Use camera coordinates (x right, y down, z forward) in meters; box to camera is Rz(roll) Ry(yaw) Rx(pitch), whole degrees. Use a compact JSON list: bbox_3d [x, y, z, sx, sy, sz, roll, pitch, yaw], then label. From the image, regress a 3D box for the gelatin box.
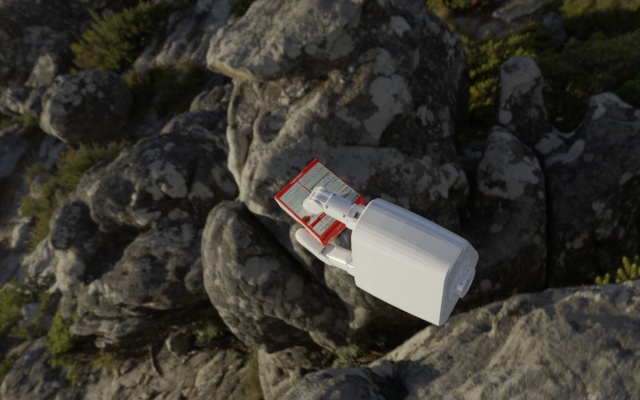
[{"bbox_3d":[0.000,0.002,0.585,0.089,0.073,0.030,41,-11,29],"label":"gelatin box"}]
